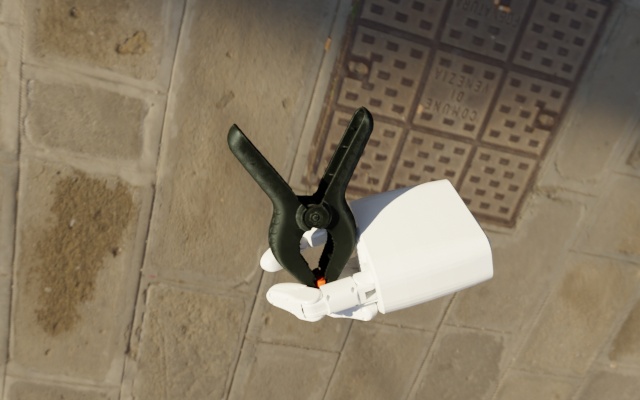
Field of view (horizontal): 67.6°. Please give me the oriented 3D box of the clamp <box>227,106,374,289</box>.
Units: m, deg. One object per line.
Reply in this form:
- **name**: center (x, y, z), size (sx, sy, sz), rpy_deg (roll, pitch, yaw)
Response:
- **clamp**: center (0.000, 0.002, 0.413), size (0.120, 0.171, 0.039), rpy_deg (-16, 25, -2)
